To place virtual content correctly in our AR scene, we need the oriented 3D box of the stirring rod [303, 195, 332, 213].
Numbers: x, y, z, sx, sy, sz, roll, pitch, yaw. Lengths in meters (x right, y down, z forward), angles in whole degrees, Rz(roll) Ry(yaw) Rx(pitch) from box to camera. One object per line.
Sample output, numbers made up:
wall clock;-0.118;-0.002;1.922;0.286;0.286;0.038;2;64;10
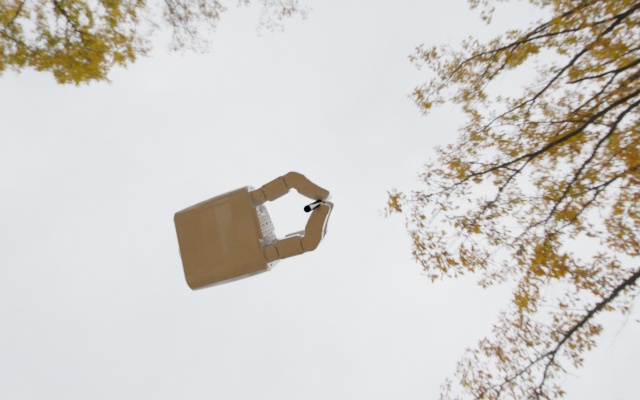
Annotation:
stirring rod;0.000;0.002;0.606;0.011;0.011;0.239;0;3;6
